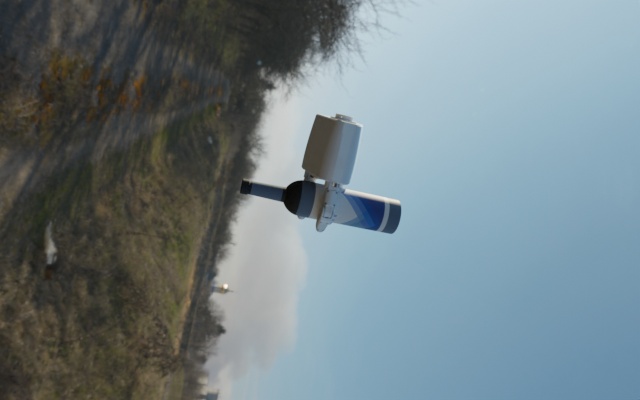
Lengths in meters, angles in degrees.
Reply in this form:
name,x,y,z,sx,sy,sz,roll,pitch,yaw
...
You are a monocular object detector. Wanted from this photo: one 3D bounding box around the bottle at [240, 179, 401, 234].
name,x,y,z,sx,sy,sz,roll,pitch,yaw
bottle,0.000,0.003,0.881,0.296,0.069,0.069,12,-3,-12
